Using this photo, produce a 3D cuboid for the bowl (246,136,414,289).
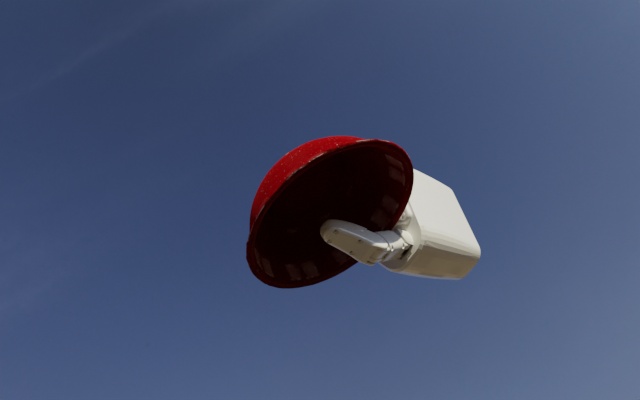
[{"bbox_3d":[-0.001,0.001,0.412,0.162,0.162,0.055,0,39,-41],"label":"bowl"}]
